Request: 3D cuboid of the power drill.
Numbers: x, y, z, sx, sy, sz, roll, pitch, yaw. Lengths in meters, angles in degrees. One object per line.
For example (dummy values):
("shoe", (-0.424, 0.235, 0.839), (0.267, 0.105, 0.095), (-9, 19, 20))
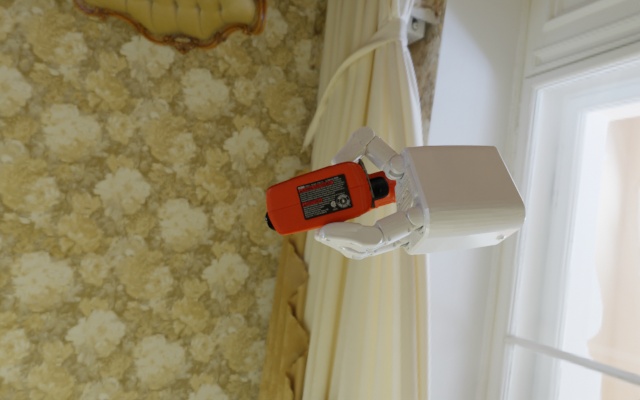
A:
("power drill", (0.000, 0.002, 0.560), (0.184, 0.057, 0.187), (-18, -2, 11))
